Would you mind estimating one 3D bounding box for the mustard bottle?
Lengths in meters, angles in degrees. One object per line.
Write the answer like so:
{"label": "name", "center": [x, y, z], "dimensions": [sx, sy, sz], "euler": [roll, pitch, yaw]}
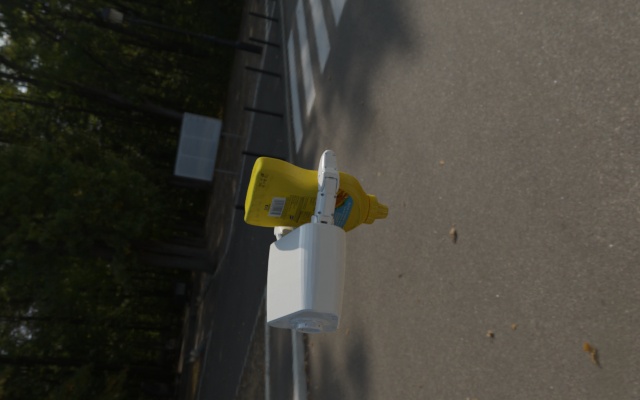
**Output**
{"label": "mustard bottle", "center": [0.000, 0.002, 0.640], "dimensions": [0.191, 0.096, 0.058], "euler": [9, 38, -14]}
